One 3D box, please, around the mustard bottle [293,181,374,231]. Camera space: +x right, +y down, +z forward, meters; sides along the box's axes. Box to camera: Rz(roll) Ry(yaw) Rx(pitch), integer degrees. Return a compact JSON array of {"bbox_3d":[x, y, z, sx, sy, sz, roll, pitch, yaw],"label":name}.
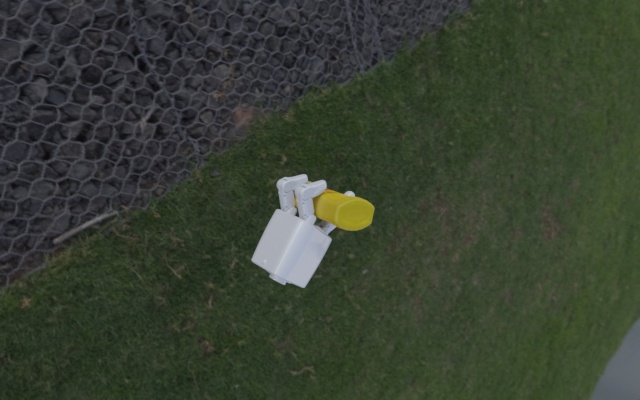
[{"bbox_3d":[0.000,0.003,0.877,0.096,0.058,0.191,1,13,-42],"label":"mustard bottle"}]
